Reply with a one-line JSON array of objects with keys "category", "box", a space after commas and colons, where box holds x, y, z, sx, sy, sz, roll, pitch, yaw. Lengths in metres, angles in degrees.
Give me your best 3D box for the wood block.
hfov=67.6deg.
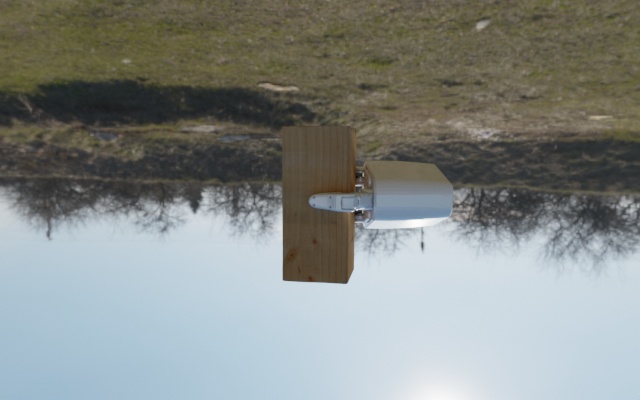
[{"category": "wood block", "box": [0.000, 0.002, 0.662, 0.090, 0.206, 0.091, 1, 6, 10]}]
